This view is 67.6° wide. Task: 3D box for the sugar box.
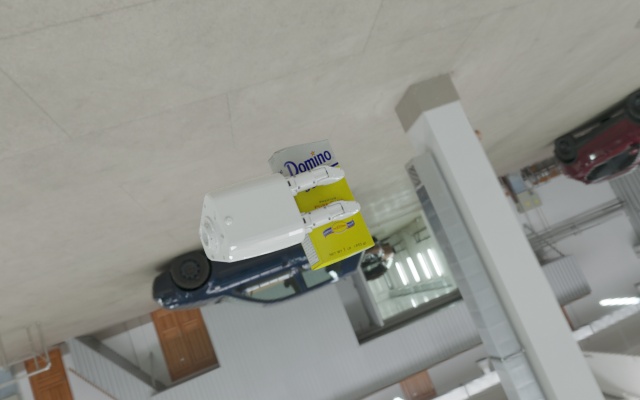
[{"bbox_3d":[0.000,0.002,0.693,0.093,0.176,0.048,-17,-12,-30],"label":"sugar box"}]
